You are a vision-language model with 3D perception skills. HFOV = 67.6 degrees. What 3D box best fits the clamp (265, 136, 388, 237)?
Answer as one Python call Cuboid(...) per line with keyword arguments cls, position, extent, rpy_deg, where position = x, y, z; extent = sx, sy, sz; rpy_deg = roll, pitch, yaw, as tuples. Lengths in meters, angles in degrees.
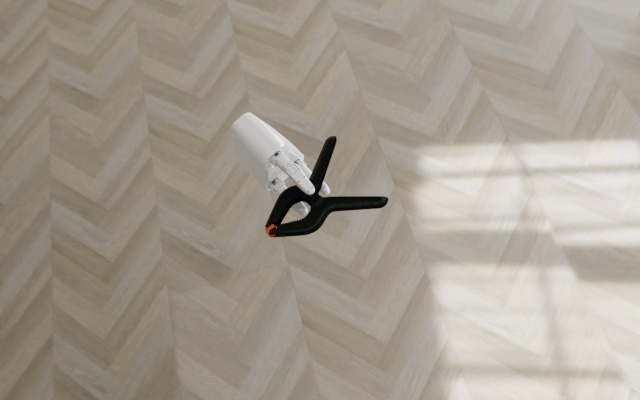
Cuboid(cls="clamp", position=(-0.001, 0.003, 0.827), extent=(0.164, 0.210, 0.036), rpy_deg=(45, -9, 22))
